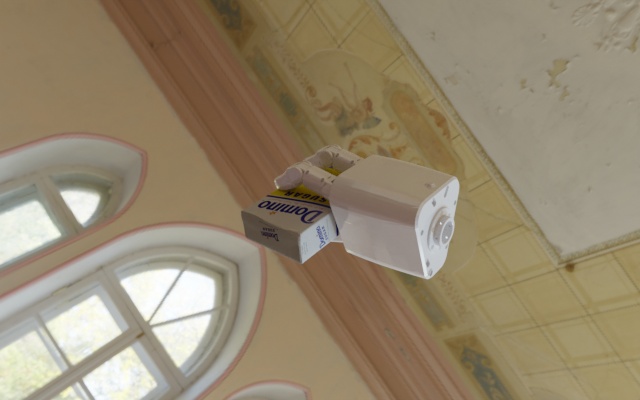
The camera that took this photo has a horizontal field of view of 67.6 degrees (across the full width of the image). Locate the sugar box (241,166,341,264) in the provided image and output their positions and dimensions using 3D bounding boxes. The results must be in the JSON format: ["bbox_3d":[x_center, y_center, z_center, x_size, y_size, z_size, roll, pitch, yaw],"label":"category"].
[{"bbox_3d":[0.000,0.001,0.581,0.093,0.048,0.176,19,36,36],"label":"sugar box"}]
